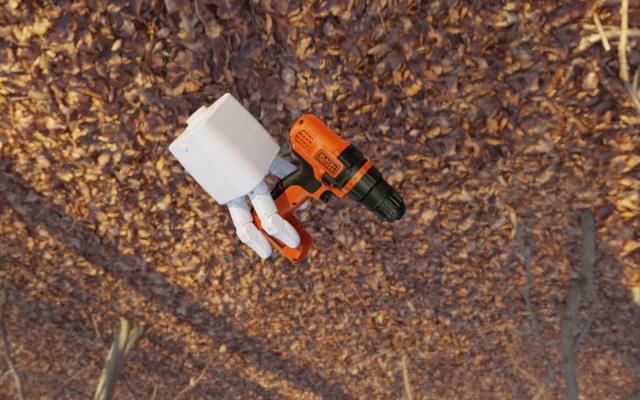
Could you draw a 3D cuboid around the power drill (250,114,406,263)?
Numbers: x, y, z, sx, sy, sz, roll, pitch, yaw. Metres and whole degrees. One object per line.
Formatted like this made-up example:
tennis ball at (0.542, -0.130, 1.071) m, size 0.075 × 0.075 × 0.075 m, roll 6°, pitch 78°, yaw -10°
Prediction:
power drill at (0.000, 0.002, 0.658) m, size 0.188 × 0.184 × 0.057 m, roll -48°, pitch -3°, yaw 32°
